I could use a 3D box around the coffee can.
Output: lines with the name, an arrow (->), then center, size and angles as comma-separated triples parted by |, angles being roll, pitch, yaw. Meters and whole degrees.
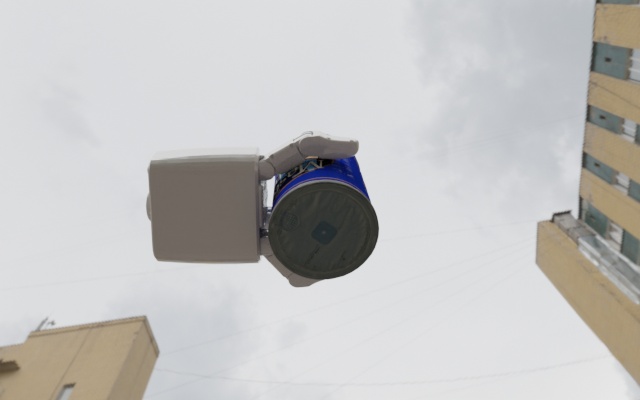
coffee can -> 0.000, 0.002, 0.502 | 0.103, 0.103, 0.140 | 0, 24, -3
